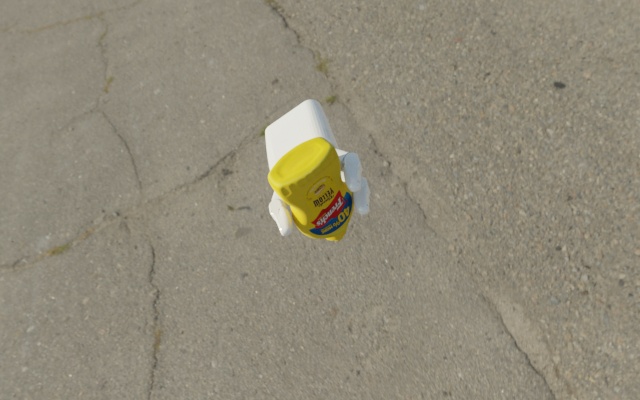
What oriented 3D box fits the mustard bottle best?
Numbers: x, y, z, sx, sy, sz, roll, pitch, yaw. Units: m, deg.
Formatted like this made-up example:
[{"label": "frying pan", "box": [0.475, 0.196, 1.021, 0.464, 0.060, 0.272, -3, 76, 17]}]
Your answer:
[{"label": "mustard bottle", "box": [0.000, 0.002, 0.691, 0.058, 0.096, 0.192, 43, -13, 38]}]
